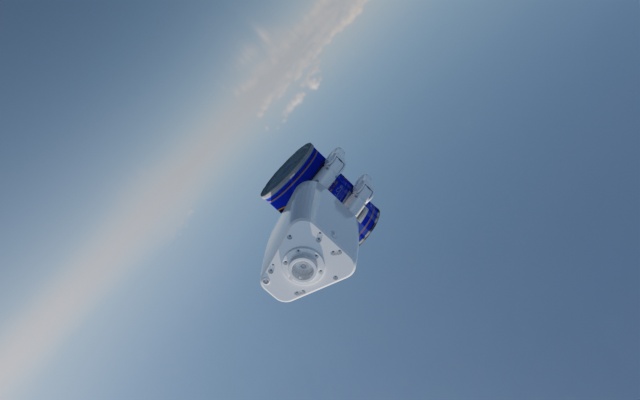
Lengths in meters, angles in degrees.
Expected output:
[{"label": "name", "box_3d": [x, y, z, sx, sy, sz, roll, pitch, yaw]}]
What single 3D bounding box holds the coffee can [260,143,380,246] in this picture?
[{"label": "coffee can", "box_3d": [0.000, 0.002, 0.683, 0.140, 0.103, 0.103, 43, -13, -14]}]
